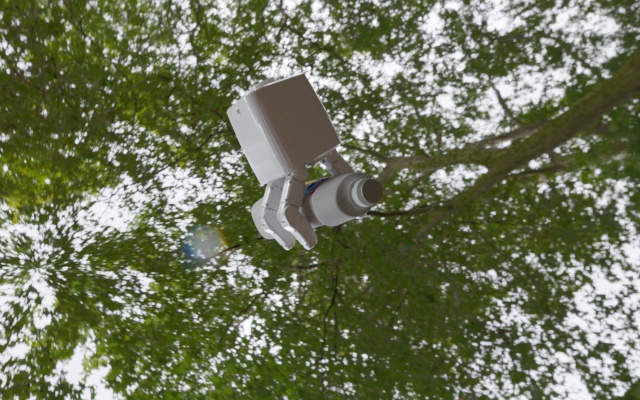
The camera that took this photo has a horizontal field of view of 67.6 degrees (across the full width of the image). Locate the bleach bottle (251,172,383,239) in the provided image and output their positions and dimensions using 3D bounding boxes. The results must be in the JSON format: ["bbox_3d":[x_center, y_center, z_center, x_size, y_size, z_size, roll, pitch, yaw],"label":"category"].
[{"bbox_3d":[0.000,0.002,0.628,0.102,0.068,0.251,-29,8,-30],"label":"bleach bottle"}]
